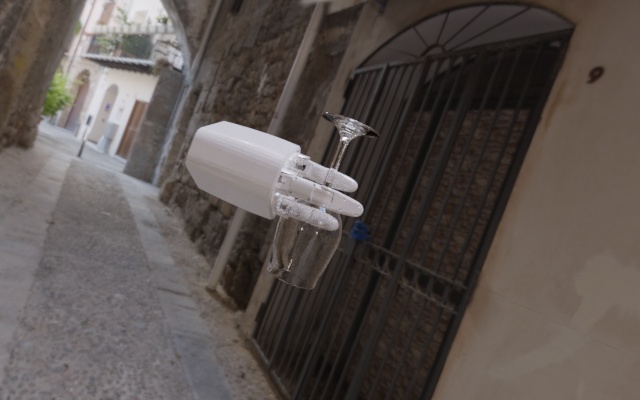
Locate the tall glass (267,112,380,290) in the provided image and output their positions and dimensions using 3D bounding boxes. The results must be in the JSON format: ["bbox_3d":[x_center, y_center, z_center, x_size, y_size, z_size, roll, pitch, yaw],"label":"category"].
[{"bbox_3d":[0.000,0.001,0.573,0.079,0.201,0.079,21,0,0],"label":"tall glass"}]
